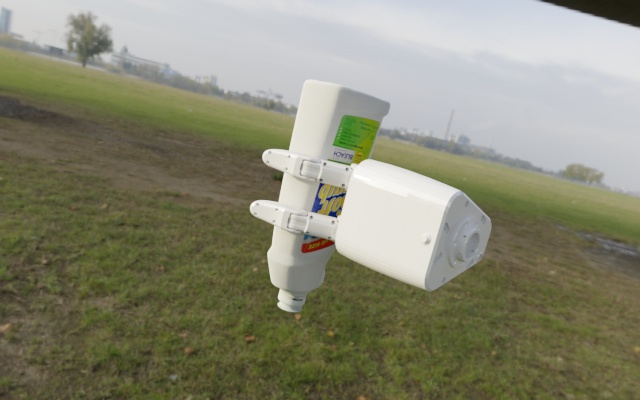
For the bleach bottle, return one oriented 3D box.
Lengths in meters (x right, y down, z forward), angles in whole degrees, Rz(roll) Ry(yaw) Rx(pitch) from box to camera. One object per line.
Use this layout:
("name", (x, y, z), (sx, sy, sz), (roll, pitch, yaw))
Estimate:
("bleach bottle", (0.000, 0.002, 0.531), (0.068, 0.251, 0.102), (22, 12, 41))
